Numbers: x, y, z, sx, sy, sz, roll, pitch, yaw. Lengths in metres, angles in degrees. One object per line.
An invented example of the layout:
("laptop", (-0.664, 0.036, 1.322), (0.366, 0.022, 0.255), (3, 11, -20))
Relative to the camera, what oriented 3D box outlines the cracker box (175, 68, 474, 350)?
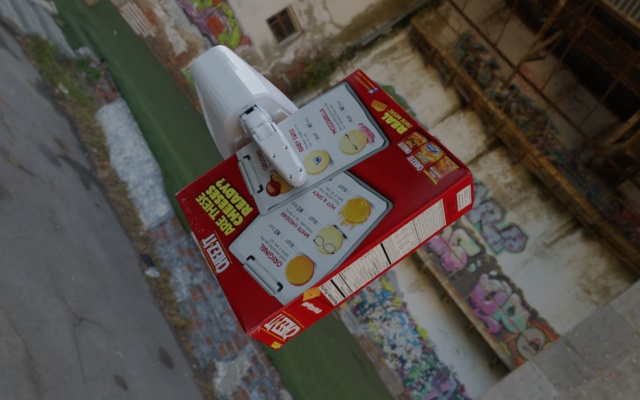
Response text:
("cracker box", (0.000, 0.001, 0.429), (0.213, 0.164, 0.072), (-36, -35, -2))
